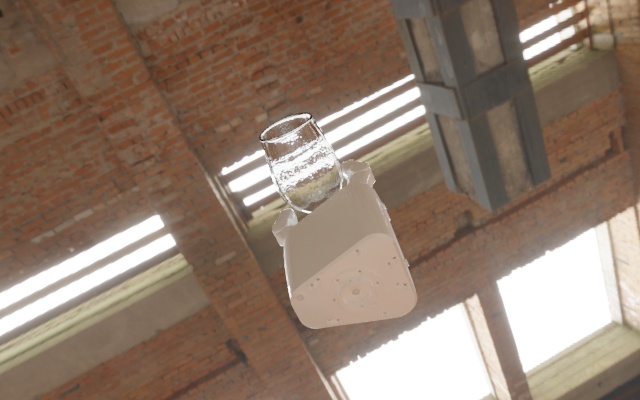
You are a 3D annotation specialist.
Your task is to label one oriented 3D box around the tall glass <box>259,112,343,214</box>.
[{"bbox_3d":[0.000,0.002,0.554,0.079,0.201,0.079,-20,25,10],"label":"tall glass"}]
